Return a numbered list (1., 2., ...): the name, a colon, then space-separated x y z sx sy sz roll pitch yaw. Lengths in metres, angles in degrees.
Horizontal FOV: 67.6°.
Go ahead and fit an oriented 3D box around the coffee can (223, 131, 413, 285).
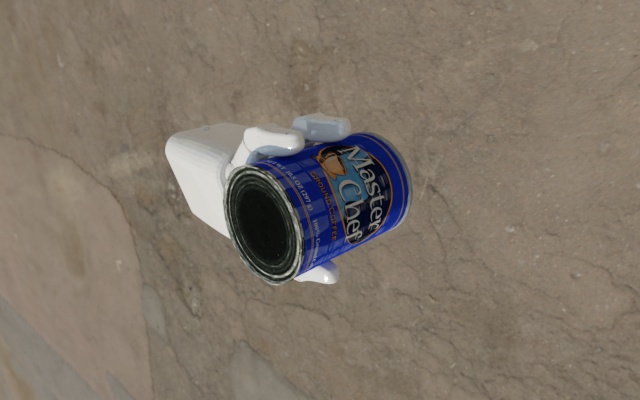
1. coffee can: 0.000 0.001 0.428 0.140 0.103 0.103 -21 14 -40
